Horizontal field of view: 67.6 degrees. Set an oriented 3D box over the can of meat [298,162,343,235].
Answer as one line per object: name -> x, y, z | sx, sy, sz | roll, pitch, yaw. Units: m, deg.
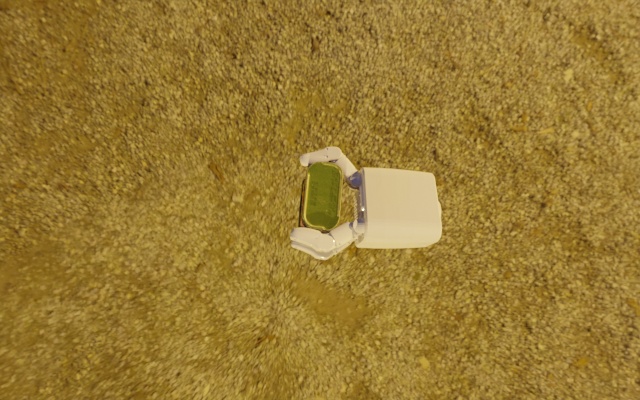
can of meat -> 0.000, 0.002, 0.687 | 0.057, 0.102, 0.084 | 6, -14, -4
